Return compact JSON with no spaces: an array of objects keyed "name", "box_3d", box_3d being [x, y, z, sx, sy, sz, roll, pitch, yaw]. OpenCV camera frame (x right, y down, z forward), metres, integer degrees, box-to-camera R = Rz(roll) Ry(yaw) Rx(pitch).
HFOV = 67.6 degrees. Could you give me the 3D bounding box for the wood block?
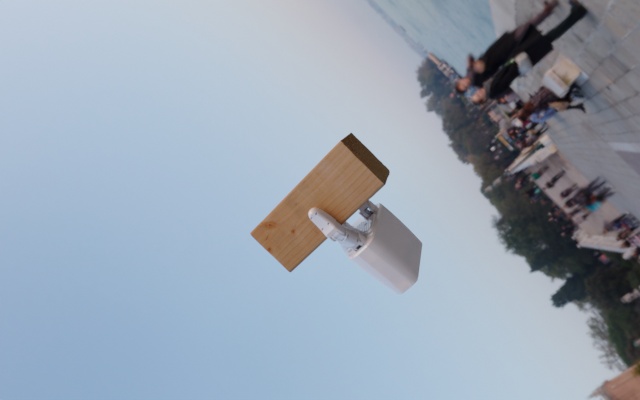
[{"name":"wood block","box_3d":[0.000,0.003,0.740,0.206,0.090,0.090,-45,2,20]}]
